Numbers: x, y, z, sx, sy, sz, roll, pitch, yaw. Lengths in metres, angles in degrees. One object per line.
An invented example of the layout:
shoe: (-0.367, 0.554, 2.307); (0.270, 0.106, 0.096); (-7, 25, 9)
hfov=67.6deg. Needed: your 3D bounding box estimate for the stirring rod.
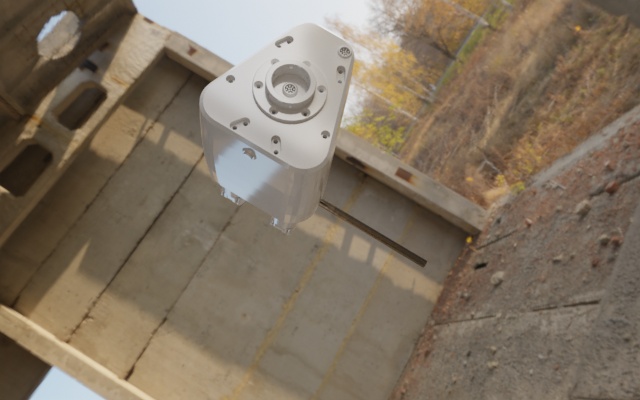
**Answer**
stirring rod: (0.000, 0.002, 0.477); (0.239, 0.011, 0.011); (31, 2, 3)
